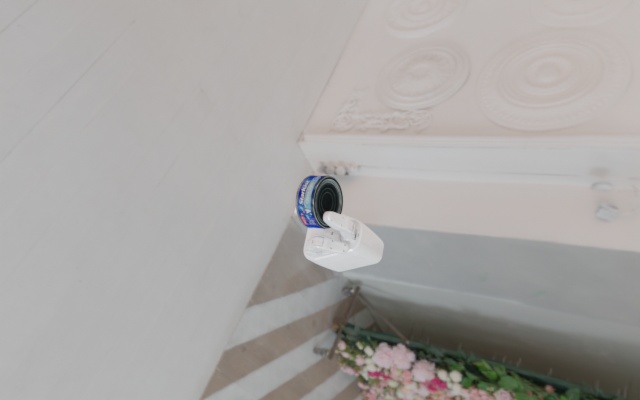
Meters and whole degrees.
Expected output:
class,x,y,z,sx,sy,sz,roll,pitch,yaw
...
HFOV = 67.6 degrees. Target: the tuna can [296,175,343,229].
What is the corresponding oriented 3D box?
class,x,y,z,sx,sy,sz,roll,pitch,yaw
tuna can,0.001,0.002,0.756,0.034,0.086,0.086,3,1,36
